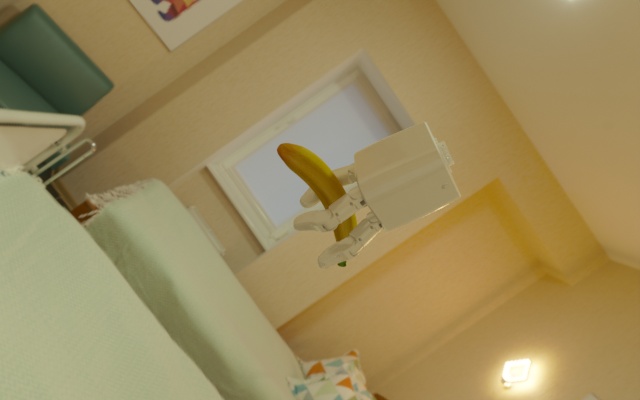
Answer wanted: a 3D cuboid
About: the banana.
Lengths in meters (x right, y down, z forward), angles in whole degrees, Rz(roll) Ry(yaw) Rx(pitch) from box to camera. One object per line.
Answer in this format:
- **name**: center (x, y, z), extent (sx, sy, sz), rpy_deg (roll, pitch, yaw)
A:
- **banana**: center (0.007, -0.006, 0.639), extent (0.037, 0.198, 0.069), rpy_deg (-15, 28, 28)
